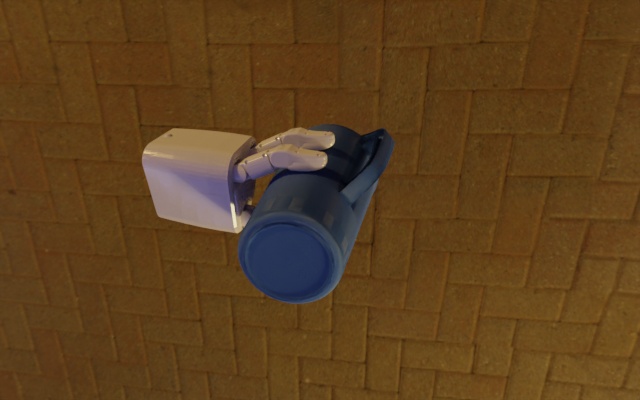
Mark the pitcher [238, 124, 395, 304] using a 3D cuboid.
[{"bbox_3d":[0.000,0.002,0.560,0.145,0.149,0.242,11,28,7],"label":"pitcher"}]
